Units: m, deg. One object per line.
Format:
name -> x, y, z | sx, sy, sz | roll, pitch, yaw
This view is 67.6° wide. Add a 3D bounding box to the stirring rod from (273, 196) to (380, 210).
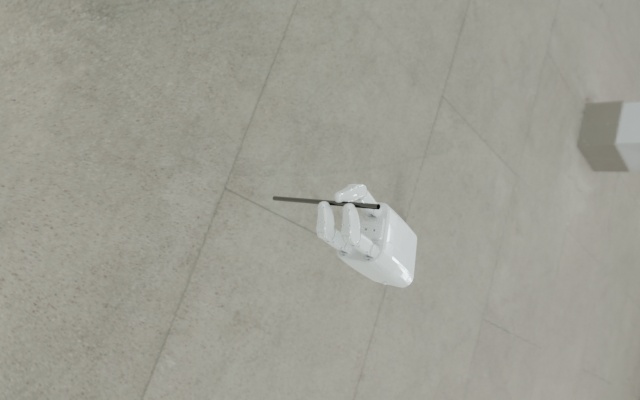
stirring rod -> 0.000, 0.002, 0.766 | 0.011, 0.011, 0.239 | 0, 3, -43
